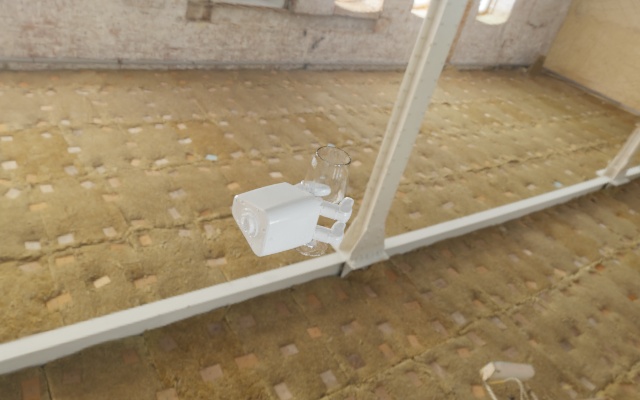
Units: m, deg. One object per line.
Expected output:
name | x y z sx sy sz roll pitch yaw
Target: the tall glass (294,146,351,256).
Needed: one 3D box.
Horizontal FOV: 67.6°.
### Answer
tall glass | 0.000 0.003 0.870 0.079 0.201 0.079 11 33 -8
